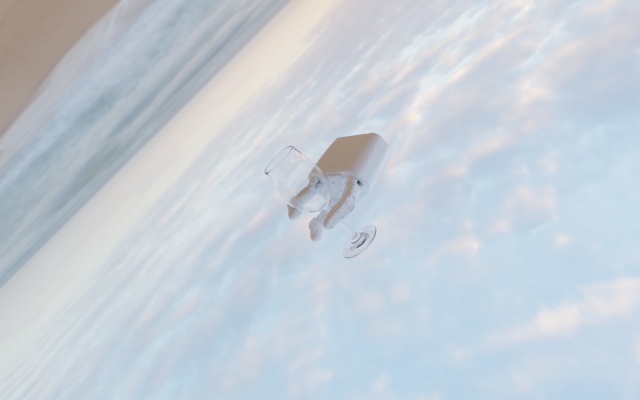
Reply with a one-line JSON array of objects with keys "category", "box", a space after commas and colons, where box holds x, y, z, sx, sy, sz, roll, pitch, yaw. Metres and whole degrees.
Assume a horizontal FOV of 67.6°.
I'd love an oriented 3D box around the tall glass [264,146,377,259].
[{"category": "tall glass", "box": [0.001, 0.003, 0.777, 0.201, 0.079, 0.079, 45, -18, -19]}]
